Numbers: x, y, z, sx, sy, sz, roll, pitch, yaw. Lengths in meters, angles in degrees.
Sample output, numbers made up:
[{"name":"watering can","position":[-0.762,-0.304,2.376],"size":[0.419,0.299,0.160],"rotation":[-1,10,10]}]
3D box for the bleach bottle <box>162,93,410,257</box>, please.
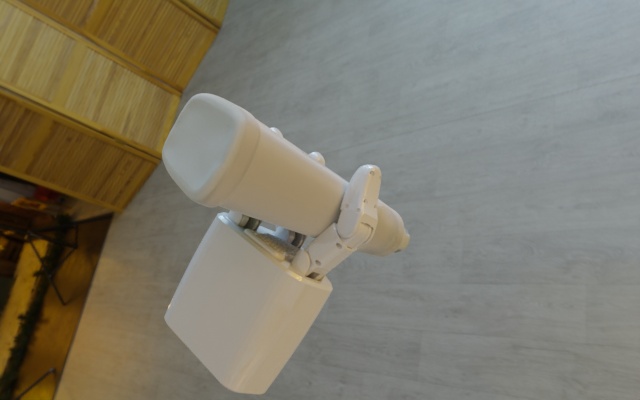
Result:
[{"name":"bleach bottle","position":[0.000,0.001,0.402],"size":[0.251,0.068,0.102],"rotation":[27,6,-41]}]
